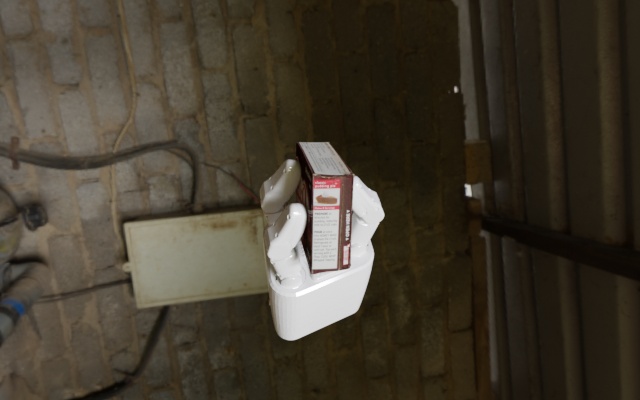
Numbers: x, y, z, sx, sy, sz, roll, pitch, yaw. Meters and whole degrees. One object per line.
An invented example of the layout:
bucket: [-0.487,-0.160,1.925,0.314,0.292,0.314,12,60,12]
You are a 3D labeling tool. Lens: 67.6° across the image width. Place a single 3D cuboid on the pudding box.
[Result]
pudding box: [0.000,0.001,0.438,0.039,0.090,0.113,-4,21,-11]
